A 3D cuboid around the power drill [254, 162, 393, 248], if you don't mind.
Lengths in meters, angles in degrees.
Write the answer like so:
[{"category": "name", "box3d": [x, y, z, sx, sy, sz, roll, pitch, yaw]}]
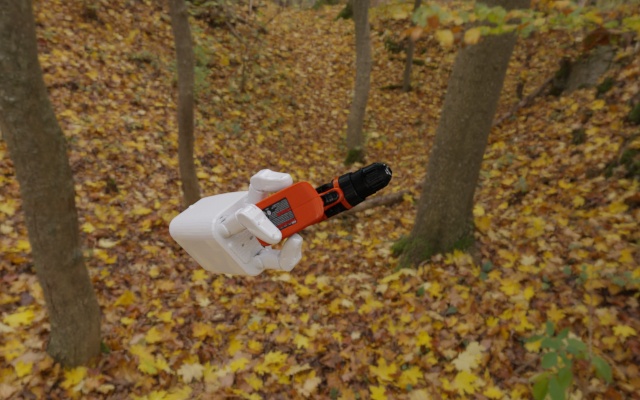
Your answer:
[{"category": "power drill", "box3d": [0.000, 0.002, 0.665, 0.184, 0.057, 0.187, -29, -7, 23]}]
